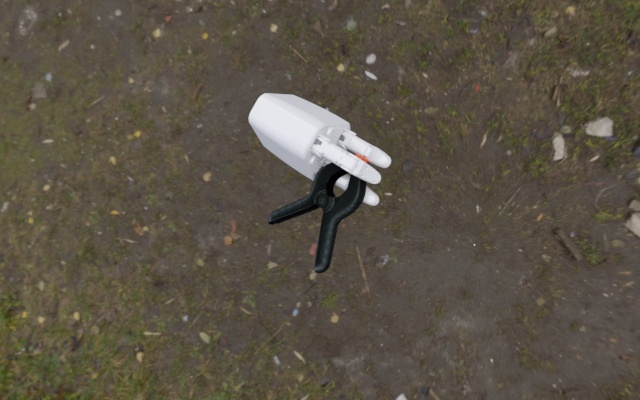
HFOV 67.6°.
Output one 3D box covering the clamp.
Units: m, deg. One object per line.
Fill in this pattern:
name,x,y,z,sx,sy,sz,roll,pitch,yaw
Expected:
clamp,0.000,0.002,0.675,0.120,0.171,0.039,33,5,20
